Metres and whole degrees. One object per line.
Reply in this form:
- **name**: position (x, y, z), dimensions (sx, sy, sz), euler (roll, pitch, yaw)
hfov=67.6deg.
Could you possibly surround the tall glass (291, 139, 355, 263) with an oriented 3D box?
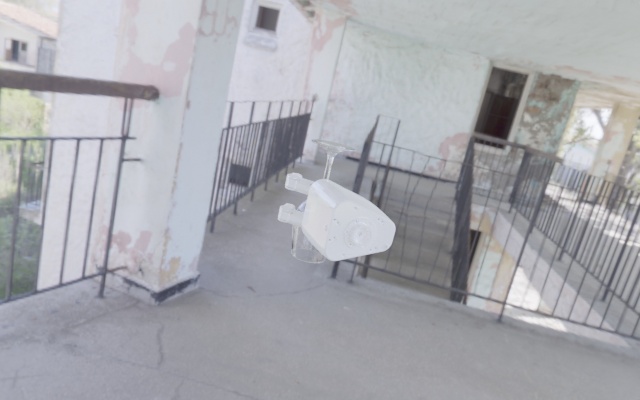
- **tall glass**: position (0.000, 0.002, 0.808), dimensions (0.079, 0.201, 0.079), euler (12, 13, -3)
